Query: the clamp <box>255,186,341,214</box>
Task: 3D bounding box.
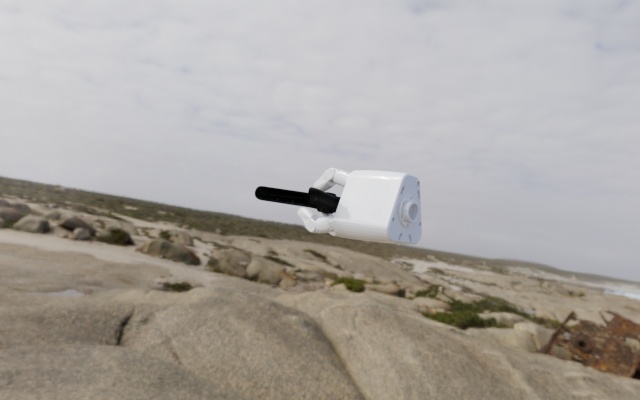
[{"bbox_3d":[0.001,0.002,0.842,0.164,0.036,0.210,6,-5,44],"label":"clamp"}]
